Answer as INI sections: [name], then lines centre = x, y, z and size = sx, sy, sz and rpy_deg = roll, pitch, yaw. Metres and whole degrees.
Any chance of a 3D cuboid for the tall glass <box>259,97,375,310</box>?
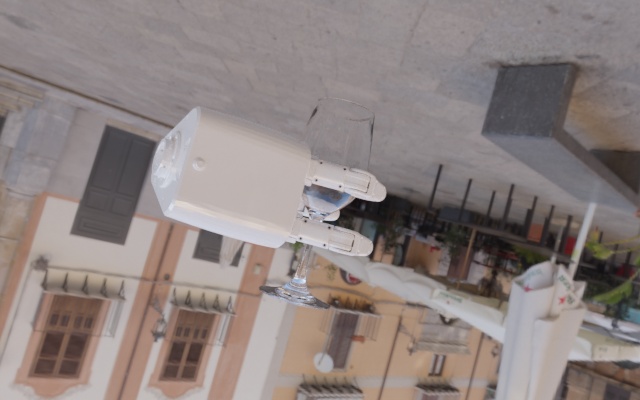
[tall glass]
centre = 0.000, 0.002, 0.482
size = 0.079, 0.201, 0.079
rpy_deg = 15, -4, 1
